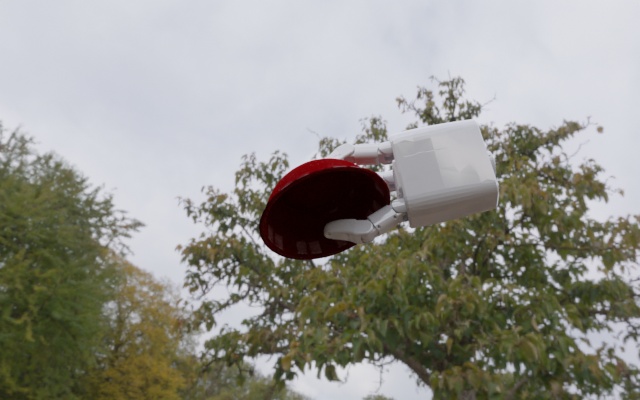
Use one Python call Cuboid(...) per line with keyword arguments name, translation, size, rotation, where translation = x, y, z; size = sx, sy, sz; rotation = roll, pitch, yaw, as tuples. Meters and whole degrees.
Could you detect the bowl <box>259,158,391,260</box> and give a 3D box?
Cuboid(name="bowl", translation=(-0.001, 0.002, 0.579), size=(0.162, 0.055, 0.162), rotation=(-13, -41, -11))
